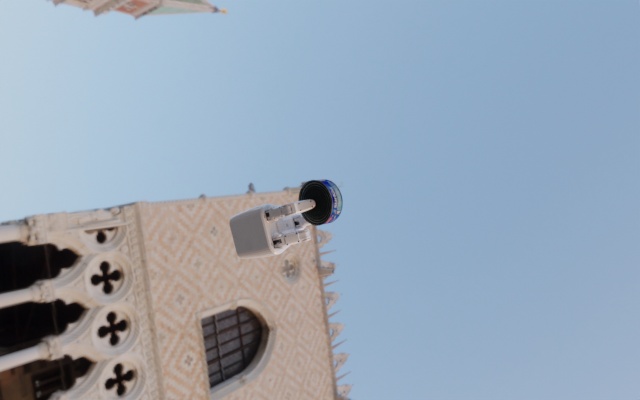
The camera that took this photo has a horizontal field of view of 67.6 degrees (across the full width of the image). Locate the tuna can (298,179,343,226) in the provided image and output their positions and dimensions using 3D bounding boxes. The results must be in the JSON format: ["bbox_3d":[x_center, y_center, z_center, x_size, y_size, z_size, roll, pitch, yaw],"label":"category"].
[{"bbox_3d":[0.001,0.003,0.898,0.086,0.086,0.034,0,6,42],"label":"tuna can"}]
